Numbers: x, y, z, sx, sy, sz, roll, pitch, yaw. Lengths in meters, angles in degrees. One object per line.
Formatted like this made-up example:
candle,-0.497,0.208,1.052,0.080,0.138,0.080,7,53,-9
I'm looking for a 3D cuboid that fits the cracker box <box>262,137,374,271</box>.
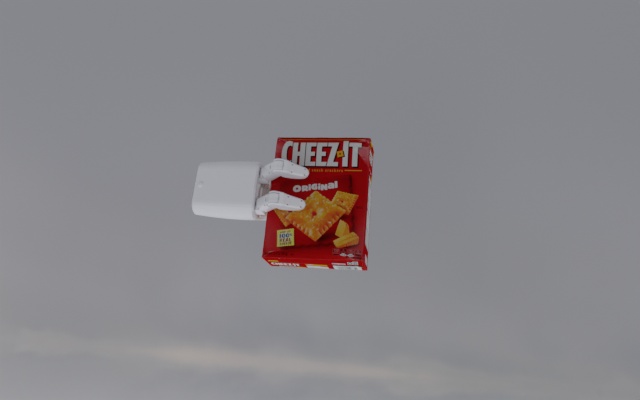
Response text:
cracker box,0.000,0.003,0.791,0.164,0.213,0.072,2,-19,10
